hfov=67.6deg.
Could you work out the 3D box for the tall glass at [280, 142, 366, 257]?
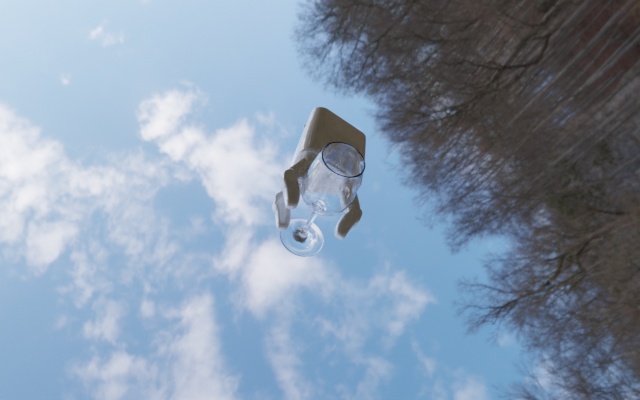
[{"bbox_3d":[0.000,0.003,0.702,0.079,0.079,0.201,0,-34,-22],"label":"tall glass"}]
